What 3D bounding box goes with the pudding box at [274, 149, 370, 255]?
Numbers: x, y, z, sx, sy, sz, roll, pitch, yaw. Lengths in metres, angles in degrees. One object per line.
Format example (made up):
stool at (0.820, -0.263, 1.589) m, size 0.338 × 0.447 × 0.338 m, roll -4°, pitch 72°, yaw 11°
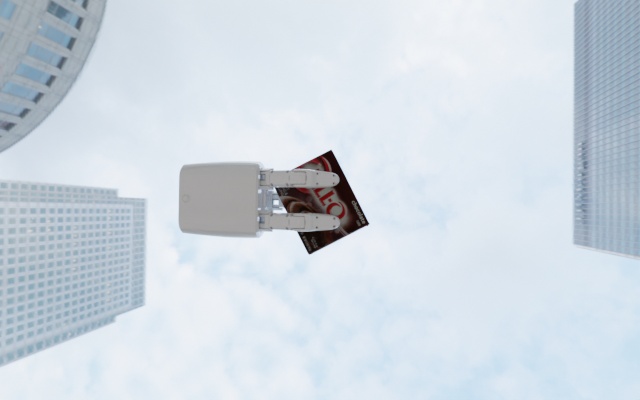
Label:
pudding box at (0.000, 0.002, 0.634) m, size 0.090 × 0.113 × 0.039 m, roll -27°, pitch -2°, yaw 1°
